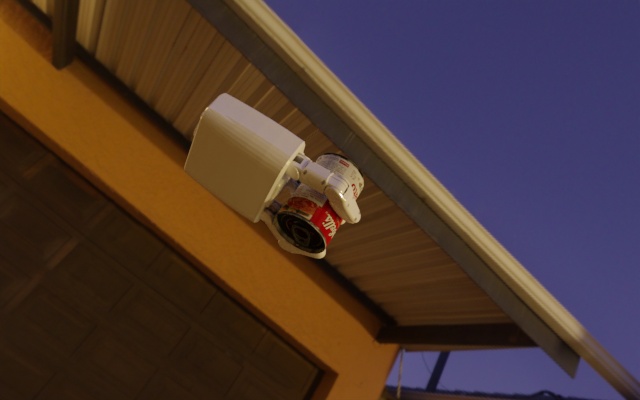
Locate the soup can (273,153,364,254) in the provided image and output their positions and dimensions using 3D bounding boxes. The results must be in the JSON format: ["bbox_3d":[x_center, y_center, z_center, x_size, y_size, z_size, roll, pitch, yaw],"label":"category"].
[{"bbox_3d":[0.001,0.002,0.557,0.068,0.102,0.069,24,-33,17],"label":"soup can"}]
